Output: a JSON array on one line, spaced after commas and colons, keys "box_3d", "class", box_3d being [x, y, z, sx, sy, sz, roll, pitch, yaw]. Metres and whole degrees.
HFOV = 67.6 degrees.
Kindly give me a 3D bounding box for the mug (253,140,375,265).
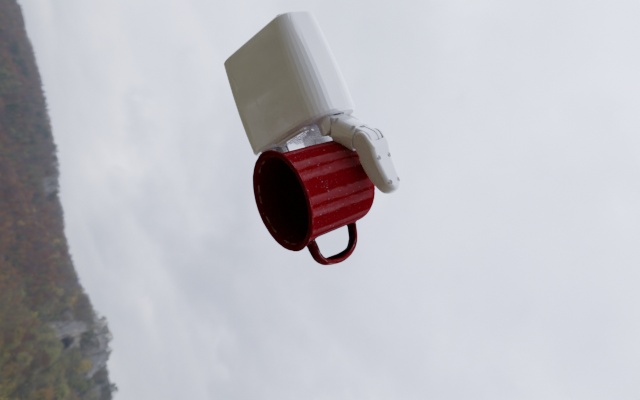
[{"box_3d": [0.001, 0.003, 0.442, 0.081, 0.117, 0.093, -19, -4, -34], "class": "mug"}]
